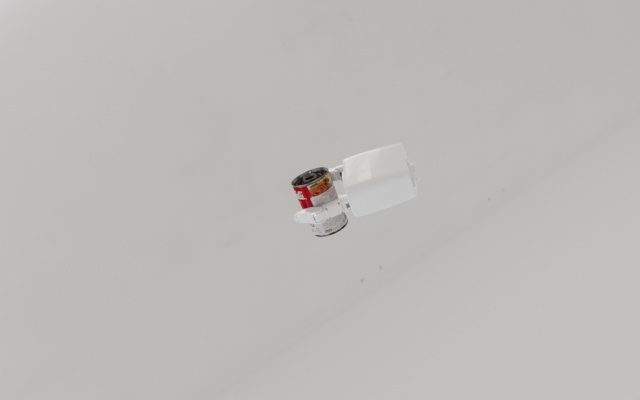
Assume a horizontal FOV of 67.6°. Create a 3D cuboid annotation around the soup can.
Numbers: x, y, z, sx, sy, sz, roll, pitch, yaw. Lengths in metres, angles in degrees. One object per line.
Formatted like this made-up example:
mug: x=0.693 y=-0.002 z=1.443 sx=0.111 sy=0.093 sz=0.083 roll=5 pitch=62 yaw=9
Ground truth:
soup can: x=0.000 y=0.003 z=0.821 sx=0.068 sy=0.102 sz=0.068 roll=-20 pitch=21 yaw=8
